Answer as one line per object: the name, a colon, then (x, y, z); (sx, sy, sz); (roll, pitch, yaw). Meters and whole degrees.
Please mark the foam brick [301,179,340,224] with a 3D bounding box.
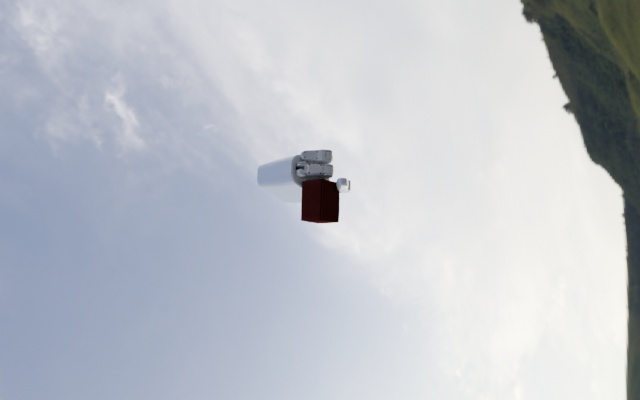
foam brick: (0.000, 0.003, 0.894); (0.051, 0.078, 0.053); (-6, -12, 41)
